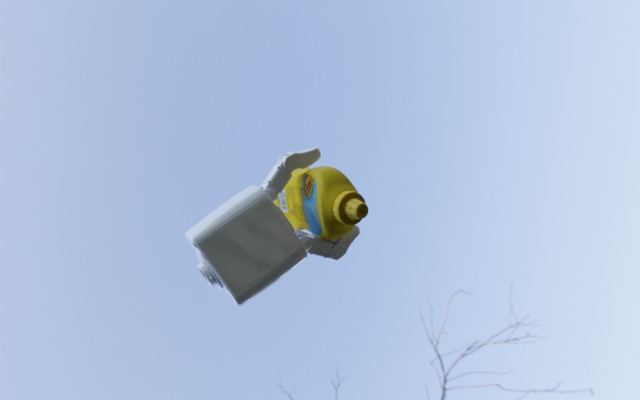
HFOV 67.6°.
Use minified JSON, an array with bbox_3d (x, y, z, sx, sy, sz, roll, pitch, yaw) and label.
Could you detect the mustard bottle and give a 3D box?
[{"bbox_3d":[0.000,0.002,0.629,0.058,0.096,0.191,-11,12,-28],"label":"mustard bottle"}]
